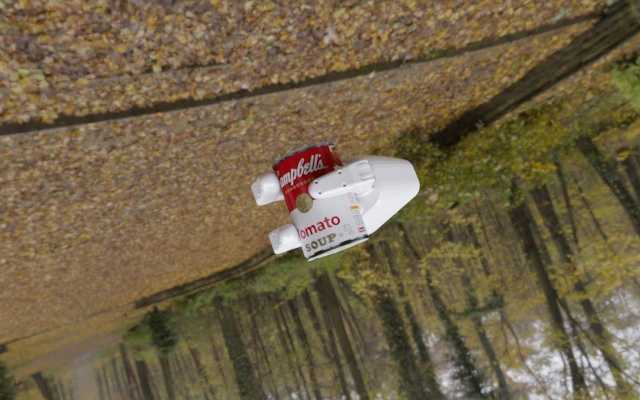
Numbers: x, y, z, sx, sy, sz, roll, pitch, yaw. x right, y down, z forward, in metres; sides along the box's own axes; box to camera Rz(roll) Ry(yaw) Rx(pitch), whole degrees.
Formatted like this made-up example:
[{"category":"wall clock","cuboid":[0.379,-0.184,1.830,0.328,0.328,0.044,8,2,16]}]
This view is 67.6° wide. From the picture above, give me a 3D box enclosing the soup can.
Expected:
[{"category":"soup can","cuboid":[0.000,0.002,0.477,0.068,0.102,0.068,-20,-8,-3]}]
